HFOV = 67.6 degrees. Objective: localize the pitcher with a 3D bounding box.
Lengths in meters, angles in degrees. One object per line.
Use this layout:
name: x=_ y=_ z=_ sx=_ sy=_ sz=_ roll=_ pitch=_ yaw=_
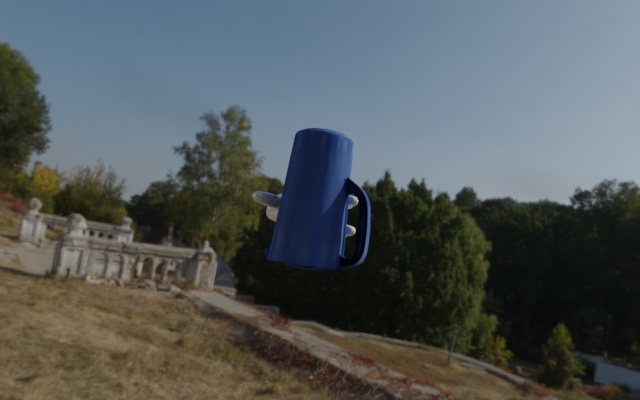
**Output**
pitcher: x=0.000 y=0.003 z=0.842 sx=0.149 sy=0.243 sz=0.145 roll=12 pitch=-7 yaw=-22
